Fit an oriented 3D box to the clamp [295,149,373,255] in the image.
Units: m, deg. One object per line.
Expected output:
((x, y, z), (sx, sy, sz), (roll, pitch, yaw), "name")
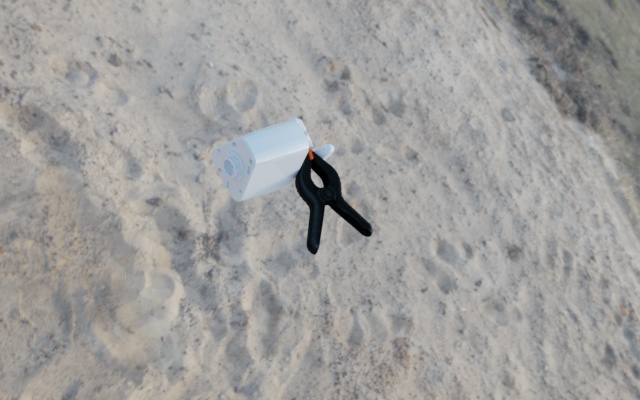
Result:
((0.000, 0.002, 0.761), (0.120, 0.171, 0.039), (-23, -12, -39), "clamp")
